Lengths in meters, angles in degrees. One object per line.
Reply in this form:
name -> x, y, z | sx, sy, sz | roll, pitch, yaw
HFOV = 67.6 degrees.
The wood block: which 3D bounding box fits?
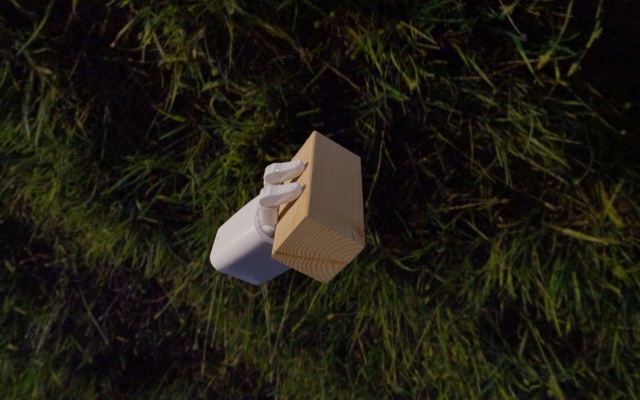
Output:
wood block -> 0.000, 0.003, 0.686 | 0.091, 0.090, 0.206 | 29, 34, -19
